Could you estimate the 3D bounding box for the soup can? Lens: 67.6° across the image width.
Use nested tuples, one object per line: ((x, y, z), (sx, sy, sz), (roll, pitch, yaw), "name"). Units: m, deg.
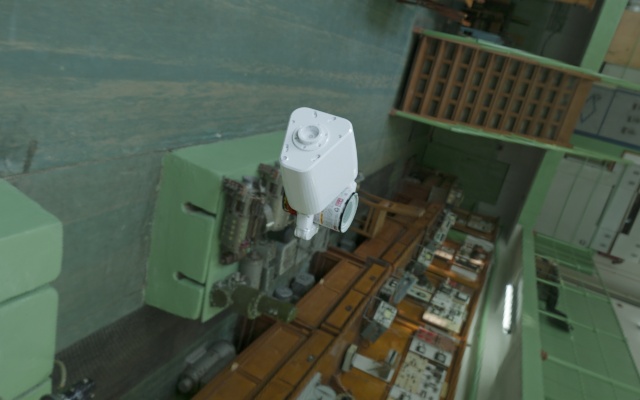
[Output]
((0.000, 0.003, 0.750), (0.102, 0.068, 0.068), (20, 6, 18), "soup can")
